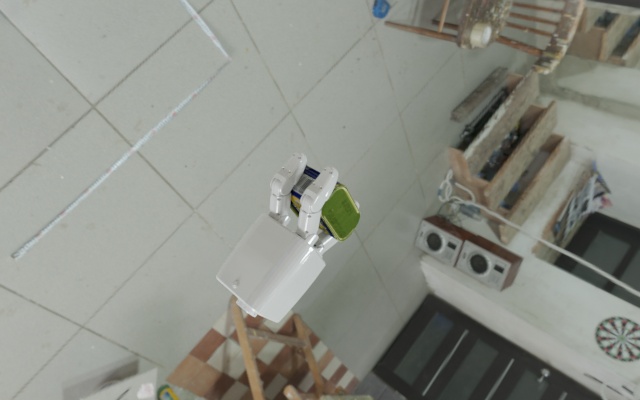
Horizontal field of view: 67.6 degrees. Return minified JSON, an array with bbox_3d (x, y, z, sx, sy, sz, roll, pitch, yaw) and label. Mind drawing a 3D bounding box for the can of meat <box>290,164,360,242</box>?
[{"bbox_3d":[0.000,0.002,0.652,0.084,0.057,0.102,31,-16,37],"label":"can of meat"}]
